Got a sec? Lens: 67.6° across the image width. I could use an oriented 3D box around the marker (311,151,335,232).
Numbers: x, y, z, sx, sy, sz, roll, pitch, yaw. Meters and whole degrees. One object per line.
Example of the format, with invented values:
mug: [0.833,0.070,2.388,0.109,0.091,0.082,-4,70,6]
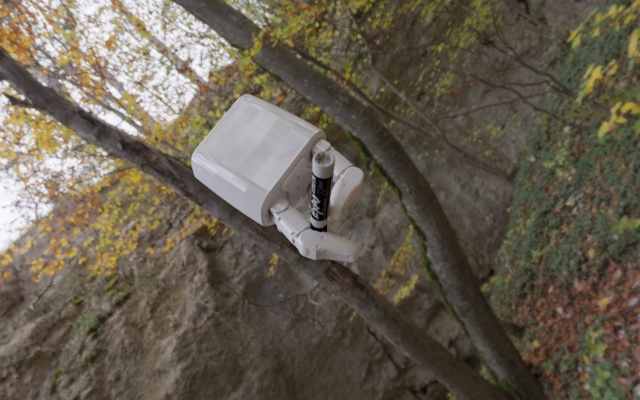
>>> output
marker: [0.000,0.001,0.444,0.020,0.020,0.121,0,-37,-3]
